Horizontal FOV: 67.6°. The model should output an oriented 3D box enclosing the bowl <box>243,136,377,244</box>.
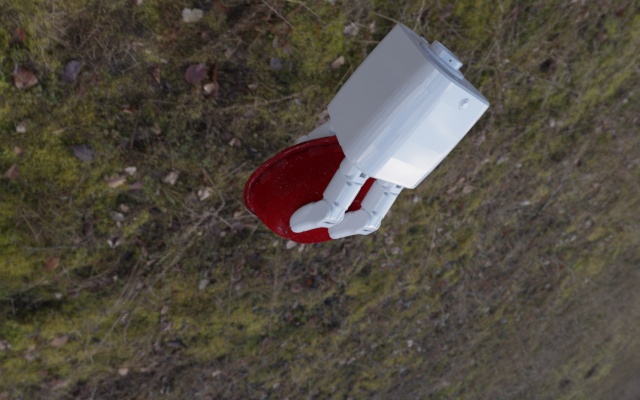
[{"bbox_3d":[0.000,0.003,0.522,0.162,0.055,0.162,-14,-28,-8],"label":"bowl"}]
